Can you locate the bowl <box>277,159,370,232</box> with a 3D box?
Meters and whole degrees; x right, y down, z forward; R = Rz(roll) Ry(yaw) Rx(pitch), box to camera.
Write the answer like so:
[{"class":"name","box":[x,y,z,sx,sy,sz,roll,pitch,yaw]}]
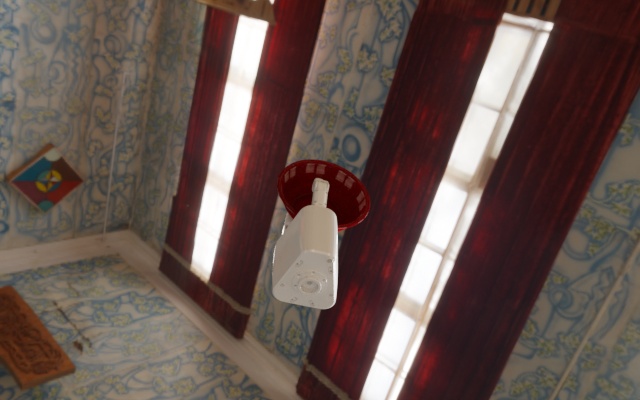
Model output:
[{"class":"bowl","box":[0.000,0.002,0.817,0.162,0.162,0.055,0,-43,-21]}]
